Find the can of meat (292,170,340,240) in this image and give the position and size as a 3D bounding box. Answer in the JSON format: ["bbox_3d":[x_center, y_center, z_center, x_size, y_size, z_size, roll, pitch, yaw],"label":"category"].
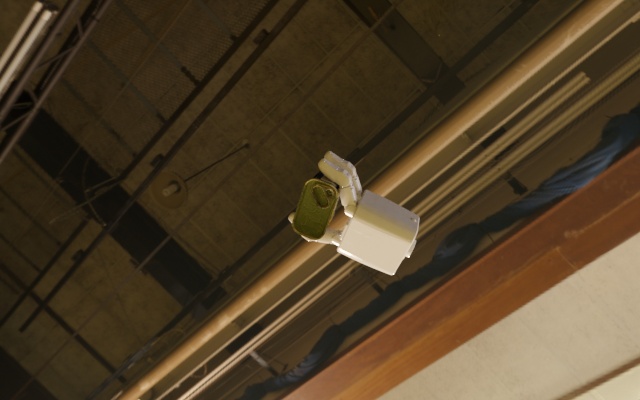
[{"bbox_3d":[0.000,0.003,0.801,0.057,0.102,0.084,22,22,7],"label":"can of meat"}]
